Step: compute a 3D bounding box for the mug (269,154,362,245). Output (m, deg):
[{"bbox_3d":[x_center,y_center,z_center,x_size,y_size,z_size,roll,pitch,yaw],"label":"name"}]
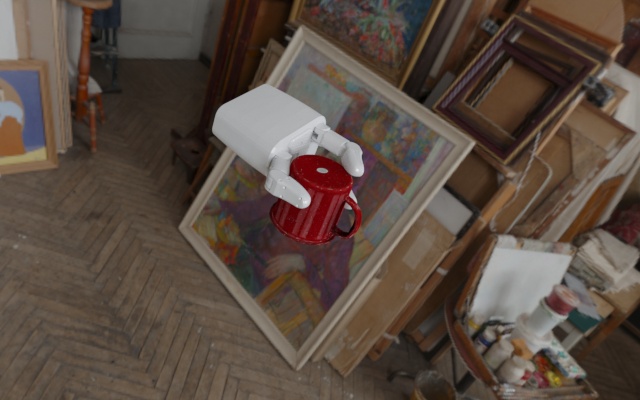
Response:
[{"bbox_3d":[0.001,0.003,0.598,0.117,0.081,0.093,35,35,19],"label":"mug"}]
